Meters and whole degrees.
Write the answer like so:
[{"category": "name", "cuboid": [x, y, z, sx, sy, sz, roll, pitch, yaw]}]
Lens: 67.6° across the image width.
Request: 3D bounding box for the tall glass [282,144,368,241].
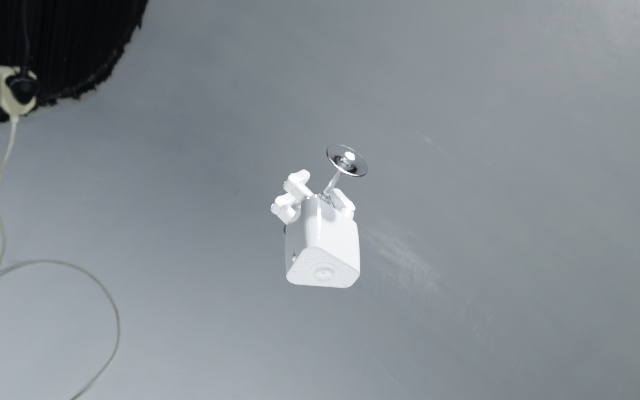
[{"category": "tall glass", "cuboid": [0.000, 0.002, 0.823, 0.079, 0.079, 0.201, 0, -42, -36]}]
